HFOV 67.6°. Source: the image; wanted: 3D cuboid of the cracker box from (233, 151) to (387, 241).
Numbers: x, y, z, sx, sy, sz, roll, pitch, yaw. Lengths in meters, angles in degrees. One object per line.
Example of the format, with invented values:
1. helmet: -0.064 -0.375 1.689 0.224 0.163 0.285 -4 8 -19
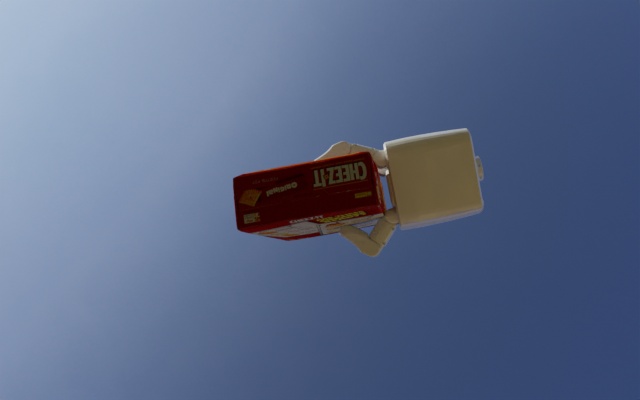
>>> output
1. cracker box: 0.000 0.002 0.629 0.164 0.072 0.214 -11 -10 9
